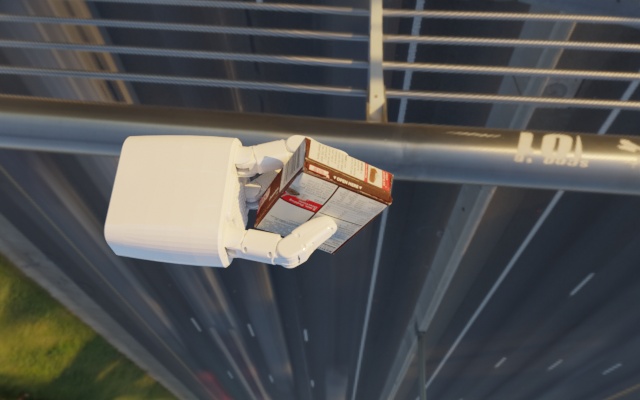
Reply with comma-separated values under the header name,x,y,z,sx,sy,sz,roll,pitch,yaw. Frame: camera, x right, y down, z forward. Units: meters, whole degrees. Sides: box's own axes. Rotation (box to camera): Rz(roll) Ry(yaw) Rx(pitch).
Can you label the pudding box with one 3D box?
name,x,y,z,sx,sy,sz,roll,pitch,yaw
pudding box,0.000,0.002,0.446,0.090,0.039,0.113,20,-36,-19
